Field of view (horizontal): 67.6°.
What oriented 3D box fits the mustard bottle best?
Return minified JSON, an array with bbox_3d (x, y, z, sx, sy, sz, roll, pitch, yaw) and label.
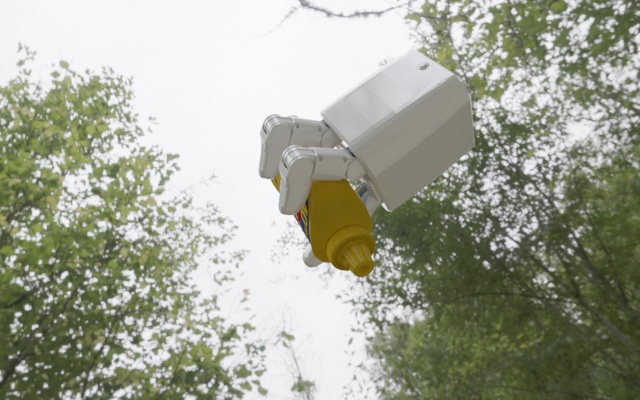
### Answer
[{"bbox_3d":[0.000,0.001,0.449,0.058,0.096,0.191,-18,40,-15],"label":"mustard bottle"}]
